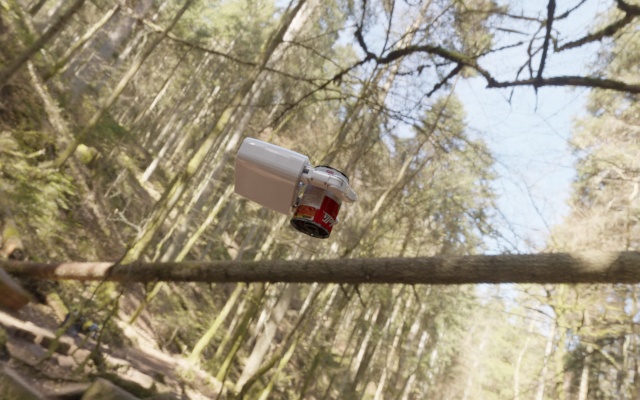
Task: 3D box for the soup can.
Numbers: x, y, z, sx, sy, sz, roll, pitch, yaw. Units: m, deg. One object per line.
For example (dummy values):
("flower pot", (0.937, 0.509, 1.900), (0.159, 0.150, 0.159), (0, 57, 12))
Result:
("soup can", (0.001, 0.002, 0.779), (0.068, 0.102, 0.068), (19, -22, 8))
